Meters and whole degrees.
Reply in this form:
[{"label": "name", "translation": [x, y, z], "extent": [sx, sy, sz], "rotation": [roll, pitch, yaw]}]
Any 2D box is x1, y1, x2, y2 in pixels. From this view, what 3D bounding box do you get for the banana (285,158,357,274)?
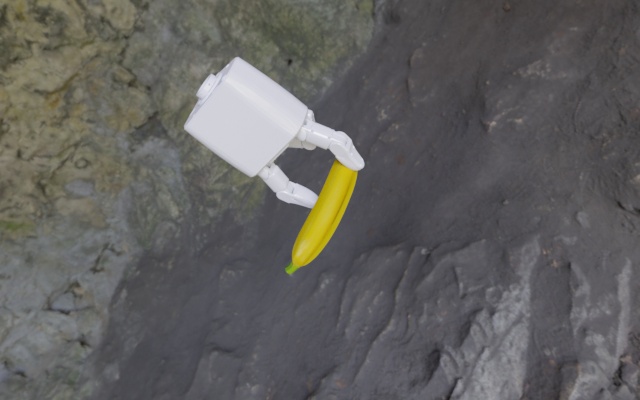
[{"label": "banana", "translation": [0.007, 0.005, 0.621], "extent": [0.037, 0.197, 0.069], "rotation": [34, -14, -24]}]
